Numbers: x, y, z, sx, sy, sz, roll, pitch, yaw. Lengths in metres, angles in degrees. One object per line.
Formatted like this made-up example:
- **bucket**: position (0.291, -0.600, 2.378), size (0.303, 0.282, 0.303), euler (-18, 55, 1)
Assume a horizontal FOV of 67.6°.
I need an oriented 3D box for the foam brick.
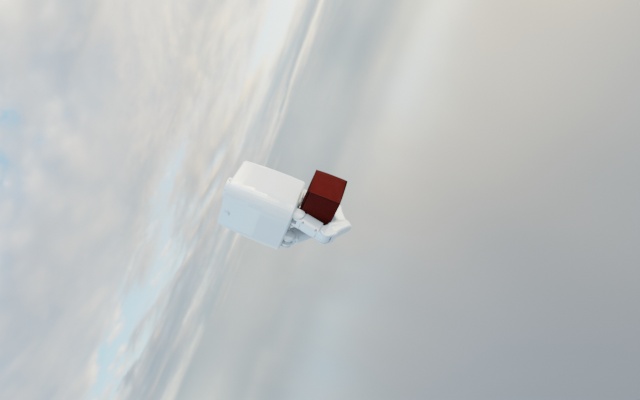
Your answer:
- **foam brick**: position (0.000, 0.002, 0.728), size (0.051, 0.053, 0.078), euler (23, -45, -3)
